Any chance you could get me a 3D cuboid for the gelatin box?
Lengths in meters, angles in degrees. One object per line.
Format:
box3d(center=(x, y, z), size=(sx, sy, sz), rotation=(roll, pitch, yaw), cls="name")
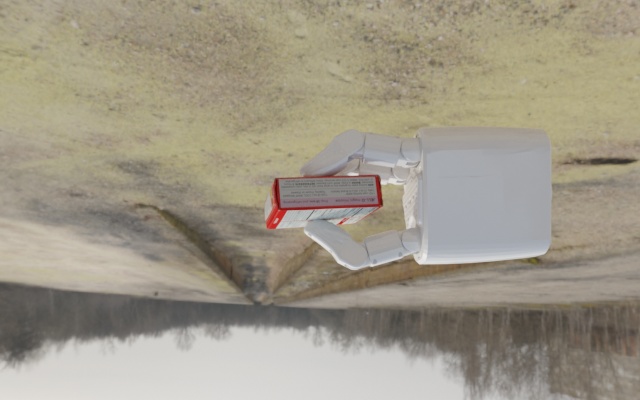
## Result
box3d(center=(0.000, 0.002, 0.411), size=(0.089, 0.030, 0.073), rotation=(-3, -13, -14), cls="gelatin box")
